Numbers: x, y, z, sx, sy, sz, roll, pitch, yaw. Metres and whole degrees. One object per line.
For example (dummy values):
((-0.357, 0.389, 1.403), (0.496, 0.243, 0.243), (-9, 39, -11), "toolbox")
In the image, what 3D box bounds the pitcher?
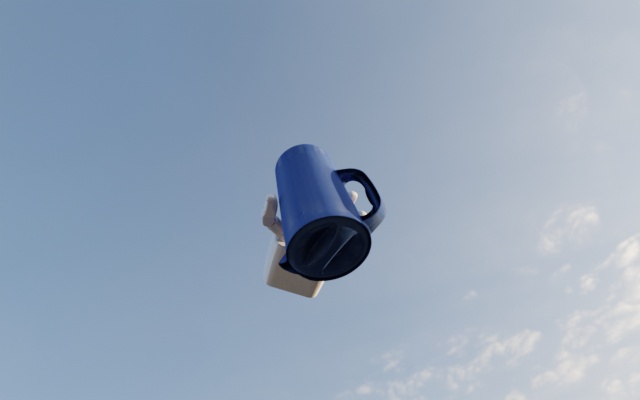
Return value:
((0.000, 0.003, 0.806), (0.149, 0.145, 0.242), (6, 35, -19), "pitcher")
